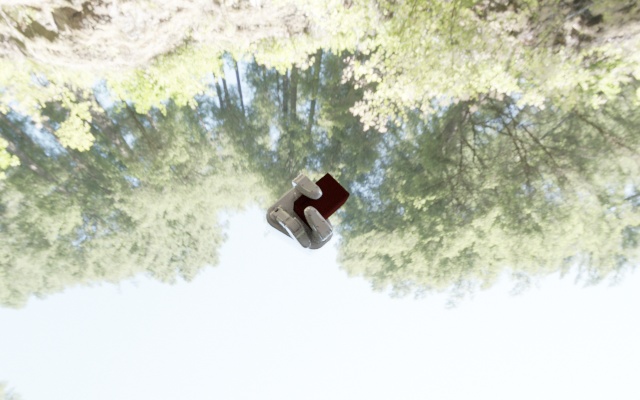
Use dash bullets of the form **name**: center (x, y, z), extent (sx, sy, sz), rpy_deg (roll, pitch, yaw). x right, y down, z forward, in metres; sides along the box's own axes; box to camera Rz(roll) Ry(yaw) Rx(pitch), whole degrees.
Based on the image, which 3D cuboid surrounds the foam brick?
- **foam brick**: center (0.000, 0.002, 0.782), extent (0.078, 0.053, 0.051), rpy_deg (-41, -9, -13)
